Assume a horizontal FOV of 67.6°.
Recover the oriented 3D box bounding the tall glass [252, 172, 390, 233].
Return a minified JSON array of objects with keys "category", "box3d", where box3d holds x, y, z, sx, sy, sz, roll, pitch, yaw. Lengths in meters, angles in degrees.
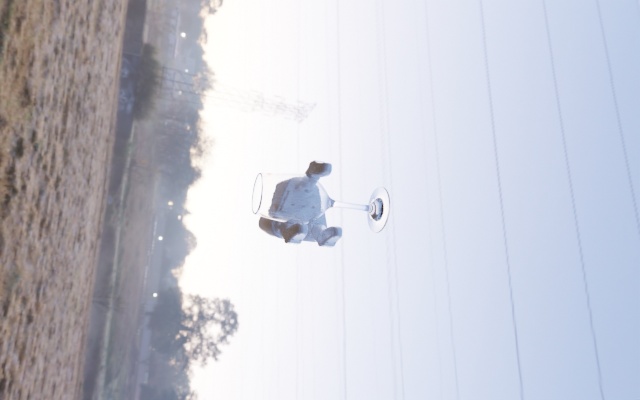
[{"category":"tall glass","box3d":[0.001,0.002,0.726,0.201,0.079,0.079,8,-3,-20]}]
